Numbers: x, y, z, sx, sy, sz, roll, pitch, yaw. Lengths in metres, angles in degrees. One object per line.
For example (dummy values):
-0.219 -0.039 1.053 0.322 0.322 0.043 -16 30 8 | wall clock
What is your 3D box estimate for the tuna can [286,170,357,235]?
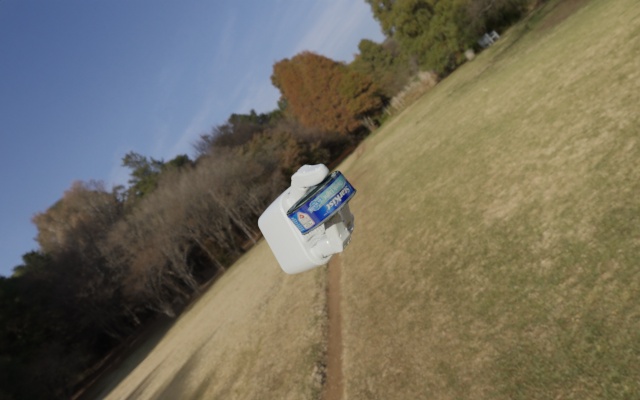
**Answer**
0.000 0.001 0.578 0.086 0.034 0.086 -39 6 5 | tuna can
